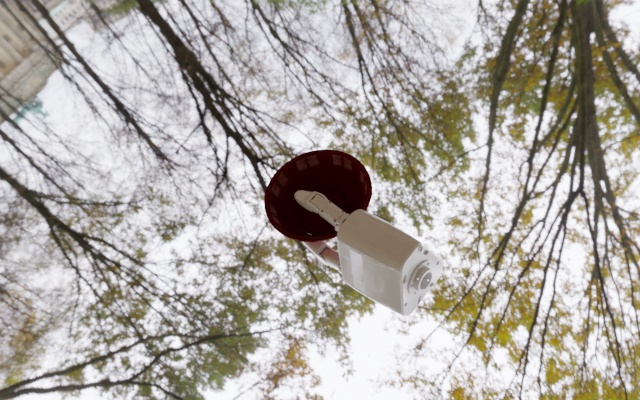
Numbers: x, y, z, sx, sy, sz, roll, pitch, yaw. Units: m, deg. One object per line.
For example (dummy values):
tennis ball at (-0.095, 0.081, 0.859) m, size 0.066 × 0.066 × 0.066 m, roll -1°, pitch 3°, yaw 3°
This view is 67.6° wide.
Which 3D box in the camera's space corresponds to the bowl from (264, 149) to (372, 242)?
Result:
bowl at (-0.001, 0.002, 0.715) m, size 0.162 × 0.162 × 0.055 m, roll 0°, pitch -33°, yaw 14°
